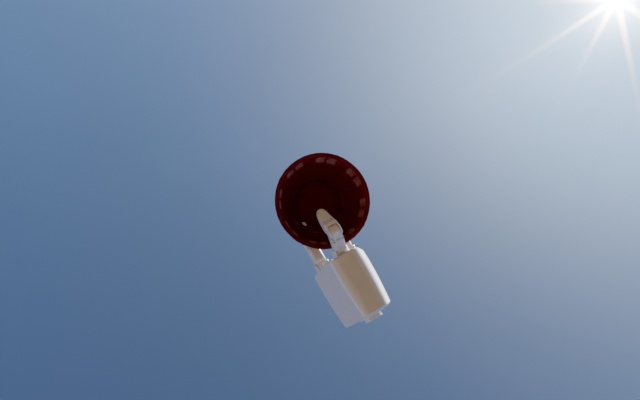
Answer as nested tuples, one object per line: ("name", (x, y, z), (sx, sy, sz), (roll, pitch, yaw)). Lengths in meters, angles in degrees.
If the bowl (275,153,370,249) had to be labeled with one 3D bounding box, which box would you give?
("bowl", (0.000, 0.001, 0.817), (0.162, 0.162, 0.055), (0, -6, -11))
